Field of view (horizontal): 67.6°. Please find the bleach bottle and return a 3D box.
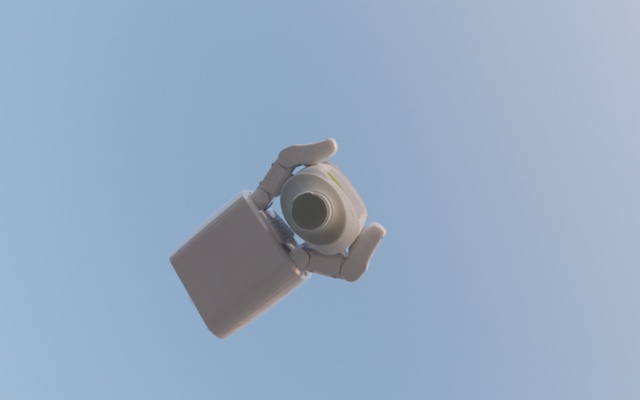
[{"bbox_3d":[0.000,0.002,0.487,0.068,0.102,0.251,-39,-4,5],"label":"bleach bottle"}]
